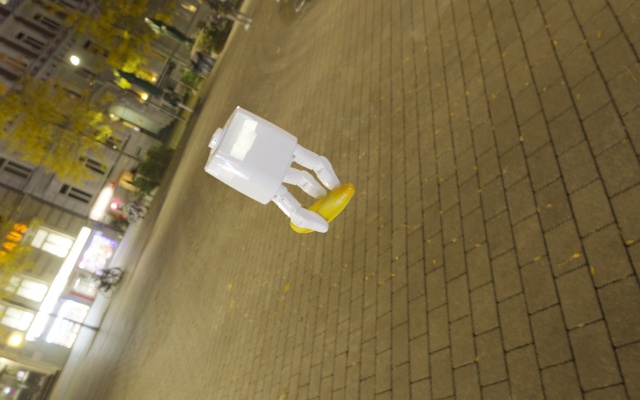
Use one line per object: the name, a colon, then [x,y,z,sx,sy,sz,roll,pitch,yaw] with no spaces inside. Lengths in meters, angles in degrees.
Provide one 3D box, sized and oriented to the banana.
banana: [-0.008,0.019,0.790,0.037,0.069,0.198,31,-22,-17]
